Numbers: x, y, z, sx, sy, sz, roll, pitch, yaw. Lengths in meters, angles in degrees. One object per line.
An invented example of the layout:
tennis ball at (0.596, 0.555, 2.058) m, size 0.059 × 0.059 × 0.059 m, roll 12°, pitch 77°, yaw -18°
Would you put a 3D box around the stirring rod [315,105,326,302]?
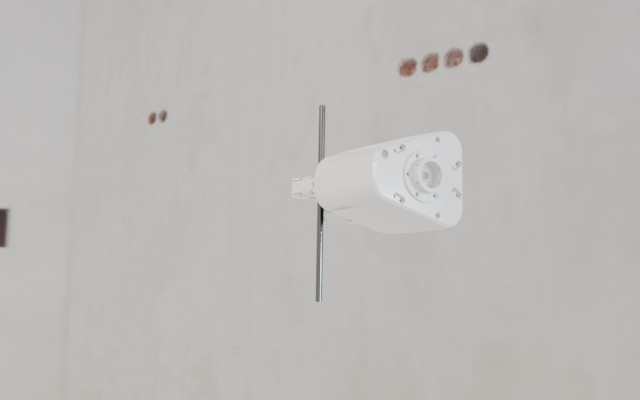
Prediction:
stirring rod at (0.000, 0.002, 0.585) m, size 0.011 × 0.239 × 0.011 m, roll 1°, pitch -5°, yaw 0°
